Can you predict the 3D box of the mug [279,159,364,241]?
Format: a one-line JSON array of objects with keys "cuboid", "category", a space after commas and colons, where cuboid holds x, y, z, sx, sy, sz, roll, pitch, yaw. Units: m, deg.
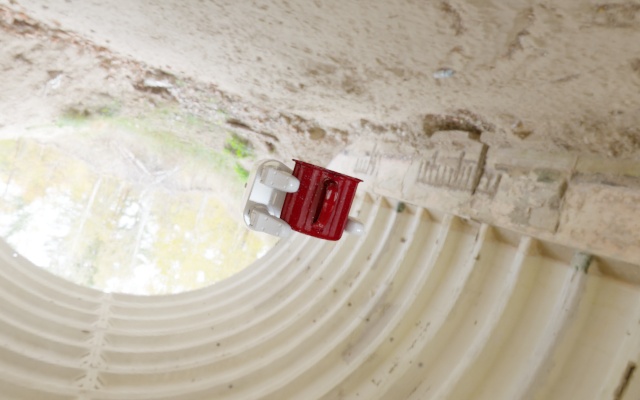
[{"cuboid": [0.000, 0.002, 0.577, 0.093, 0.081, 0.117, 16, 3, -14], "category": "mug"}]
